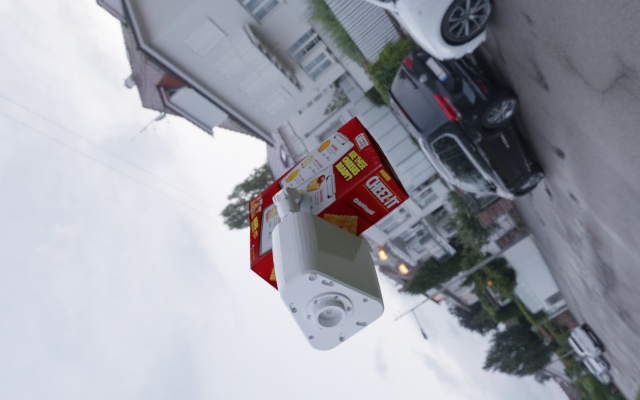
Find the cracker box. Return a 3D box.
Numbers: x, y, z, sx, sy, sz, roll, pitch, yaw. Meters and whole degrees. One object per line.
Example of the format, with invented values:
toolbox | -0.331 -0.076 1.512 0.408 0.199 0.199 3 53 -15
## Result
cracker box | 0.000 0.002 0.656 0.214 0.072 0.164 -38 29 14
